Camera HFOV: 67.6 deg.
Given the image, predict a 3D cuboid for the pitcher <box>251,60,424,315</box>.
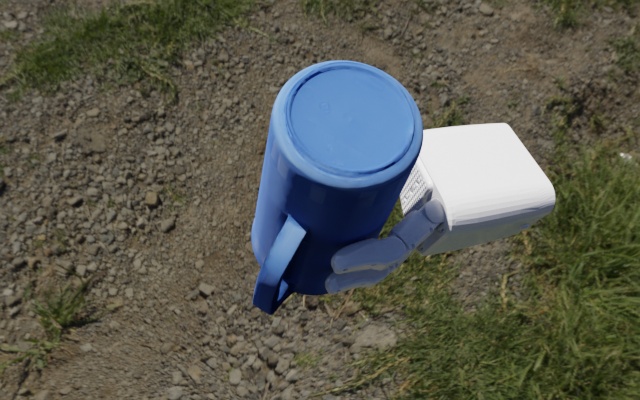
[{"bbox_3d":[0.000,0.001,0.428,0.145,0.149,0.243,-10,-23,-12],"label":"pitcher"}]
